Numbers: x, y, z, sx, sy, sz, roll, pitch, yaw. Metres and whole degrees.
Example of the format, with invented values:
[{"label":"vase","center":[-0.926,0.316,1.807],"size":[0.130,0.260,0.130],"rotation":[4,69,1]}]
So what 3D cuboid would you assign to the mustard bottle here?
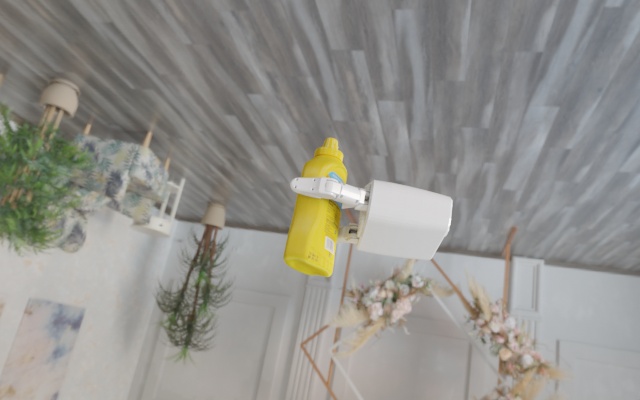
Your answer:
[{"label":"mustard bottle","center":[0.000,0.002,0.657],"size":[0.058,0.191,0.096],"rotation":[2,-20,25]}]
